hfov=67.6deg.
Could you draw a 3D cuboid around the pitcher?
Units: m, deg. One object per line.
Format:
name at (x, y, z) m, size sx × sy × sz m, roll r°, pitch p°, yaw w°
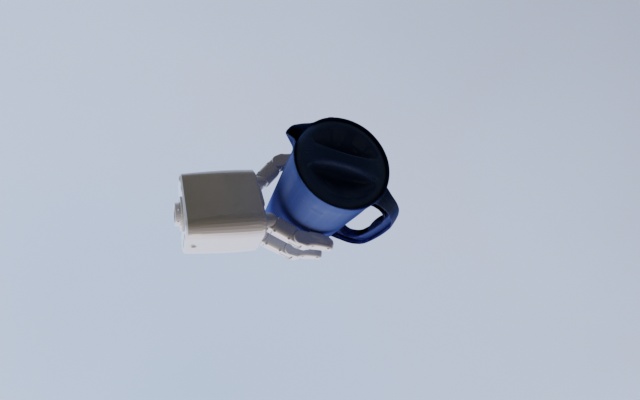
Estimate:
pitcher at (0.000, 0.002, 0.707) m, size 0.145 × 0.149 × 0.243 m, roll -4°, pitch -22°, yaw -22°
